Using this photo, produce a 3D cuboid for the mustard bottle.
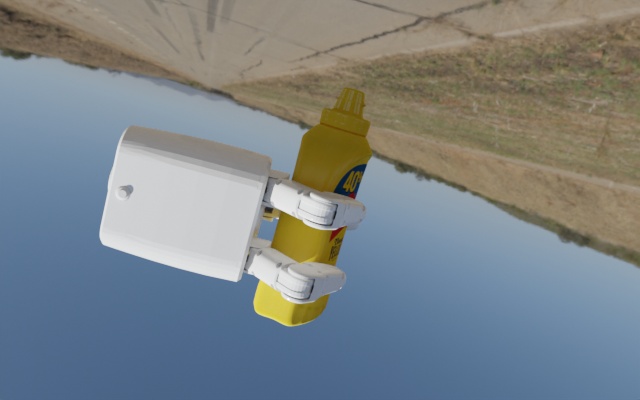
[{"bbox_3d":[0.000,0.002,0.400,0.058,0.191,0.096,19,10,16],"label":"mustard bottle"}]
